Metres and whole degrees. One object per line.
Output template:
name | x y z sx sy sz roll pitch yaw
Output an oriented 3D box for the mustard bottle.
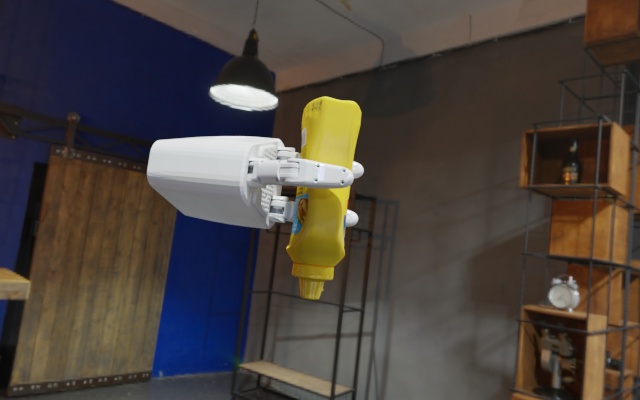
mustard bottle | 0.000 0.001 0.477 0.058 0.191 0.096 8 -6 -10
